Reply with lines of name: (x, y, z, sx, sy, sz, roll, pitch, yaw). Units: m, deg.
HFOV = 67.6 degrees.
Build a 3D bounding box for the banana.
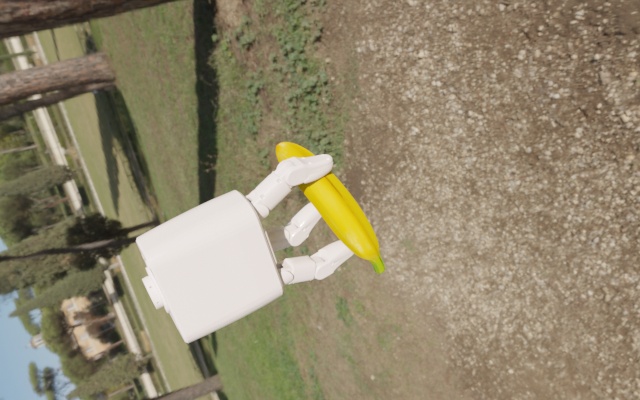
banana: (0.003, -0.005, 0.520, 0.037, 0.197, 0.070, -30, -22, -18)
